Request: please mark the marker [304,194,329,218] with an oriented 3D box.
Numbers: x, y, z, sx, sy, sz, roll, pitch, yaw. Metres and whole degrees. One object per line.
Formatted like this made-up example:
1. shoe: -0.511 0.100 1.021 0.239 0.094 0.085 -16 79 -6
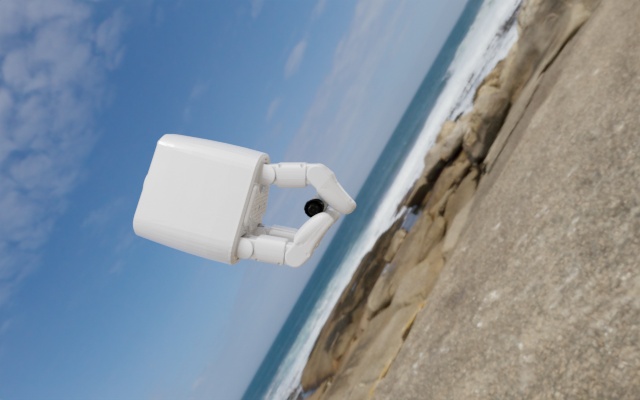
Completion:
1. marker: 0.000 0.002 0.510 0.020 0.020 0.121 0 7 7
